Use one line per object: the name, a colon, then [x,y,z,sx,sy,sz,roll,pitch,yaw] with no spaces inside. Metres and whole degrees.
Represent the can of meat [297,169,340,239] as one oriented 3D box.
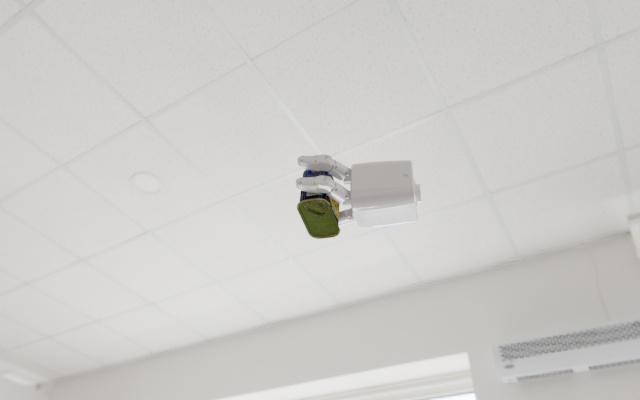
can of meat: [0.000,0.003,0.836,0.057,0.083,0.102,-8,-44,14]
